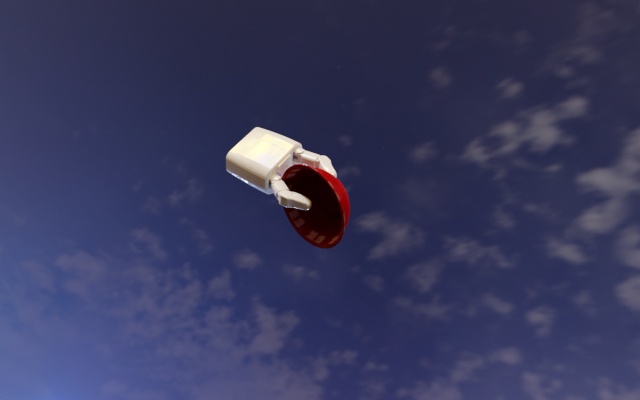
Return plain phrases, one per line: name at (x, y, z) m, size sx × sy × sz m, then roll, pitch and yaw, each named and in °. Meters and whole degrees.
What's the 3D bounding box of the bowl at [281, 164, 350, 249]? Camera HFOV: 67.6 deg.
bowl at (0.001, 0.004, 0.859) m, size 0.055 × 0.162 × 0.162 m, roll -28°, pitch 18°, yaw -38°
